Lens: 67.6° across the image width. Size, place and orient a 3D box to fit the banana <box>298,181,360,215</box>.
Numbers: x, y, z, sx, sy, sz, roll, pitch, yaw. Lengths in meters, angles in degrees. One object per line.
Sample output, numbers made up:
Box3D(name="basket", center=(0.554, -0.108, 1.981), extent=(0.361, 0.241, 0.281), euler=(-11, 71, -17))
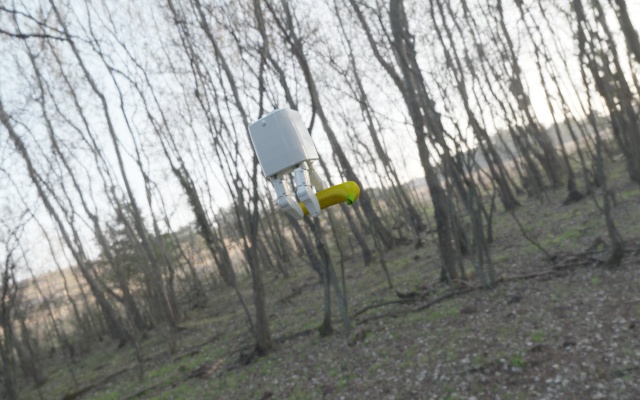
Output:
Box3D(name="banana", center=(0.016, -0.004, 0.901), extent=(0.069, 0.037, 0.198), euler=(-26, 5, -34))
